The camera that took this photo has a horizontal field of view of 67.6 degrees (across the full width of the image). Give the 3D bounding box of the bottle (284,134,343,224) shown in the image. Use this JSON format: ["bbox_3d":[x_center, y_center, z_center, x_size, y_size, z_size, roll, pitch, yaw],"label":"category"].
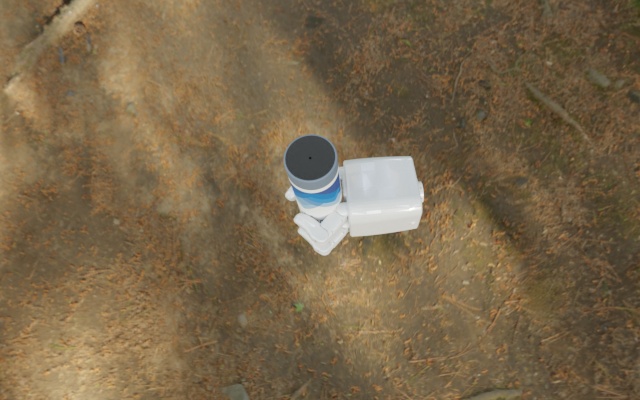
[{"bbox_3d":[0.000,0.002,0.720,0.069,0.069,0.296,0,-22,5],"label":"bottle"}]
